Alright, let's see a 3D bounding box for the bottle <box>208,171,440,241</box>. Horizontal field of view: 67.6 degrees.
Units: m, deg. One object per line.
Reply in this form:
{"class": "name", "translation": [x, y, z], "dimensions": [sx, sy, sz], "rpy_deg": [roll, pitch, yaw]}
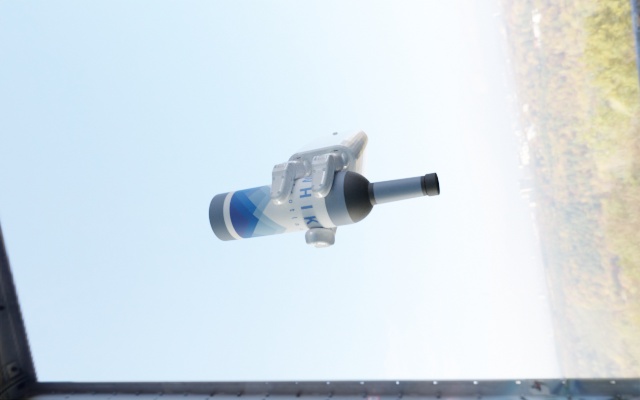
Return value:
{"class": "bottle", "translation": [0.000, 0.002, 0.602], "dimensions": [0.296, 0.069, 0.069], "rpy_deg": [-9, -3, 22]}
